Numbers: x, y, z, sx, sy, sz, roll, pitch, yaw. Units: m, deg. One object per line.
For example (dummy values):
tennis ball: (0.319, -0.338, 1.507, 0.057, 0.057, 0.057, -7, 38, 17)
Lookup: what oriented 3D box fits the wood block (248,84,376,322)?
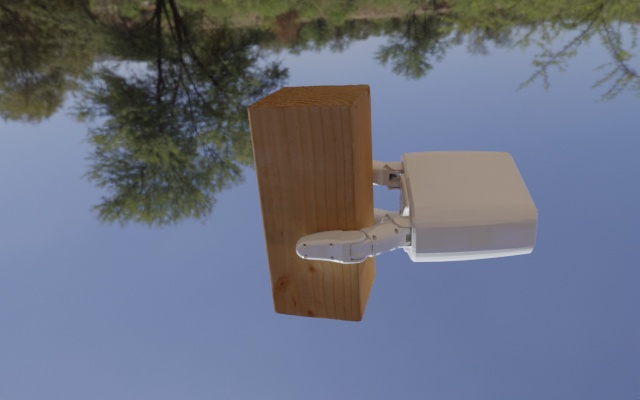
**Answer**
wood block: (0.000, 0.002, 0.457, 0.090, 0.206, 0.090, 2, 24, 16)
